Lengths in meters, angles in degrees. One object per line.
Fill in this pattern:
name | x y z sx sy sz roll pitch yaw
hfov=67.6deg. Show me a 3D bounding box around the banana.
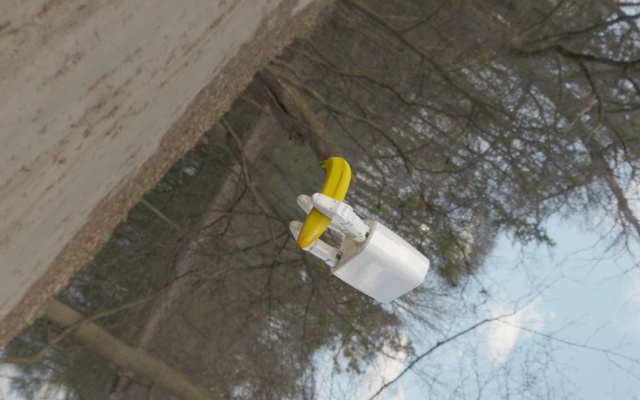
banana | 0.012 -0.010 0.724 0.037 0.197 0.070 35 -50 -16
